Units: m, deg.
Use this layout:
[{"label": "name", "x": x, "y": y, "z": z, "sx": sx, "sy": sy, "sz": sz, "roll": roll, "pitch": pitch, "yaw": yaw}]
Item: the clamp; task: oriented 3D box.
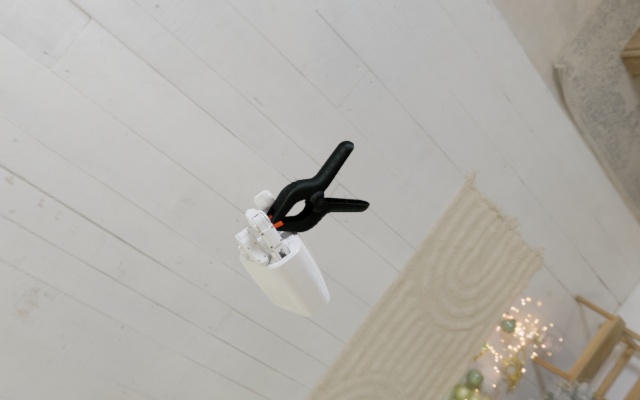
[{"label": "clamp", "x": 0.000, "y": 0.002, "z": 0.708, "sx": 0.171, "sy": 0.120, "sz": 0.039, "roll": -35, "pitch": 27, "yaw": -12}]
